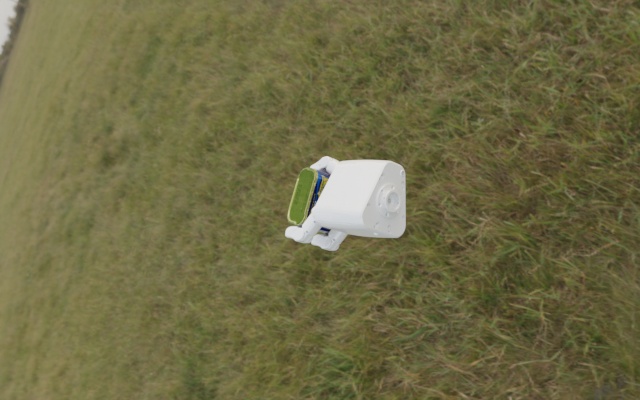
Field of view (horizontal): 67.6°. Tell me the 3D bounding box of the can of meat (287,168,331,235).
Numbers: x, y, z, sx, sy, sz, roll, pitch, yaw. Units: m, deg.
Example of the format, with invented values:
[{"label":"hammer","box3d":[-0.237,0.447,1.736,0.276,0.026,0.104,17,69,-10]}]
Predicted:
[{"label":"can of meat","box3d":[0.000,0.002,0.797,0.084,0.102,0.057,18,-5,-36]}]
